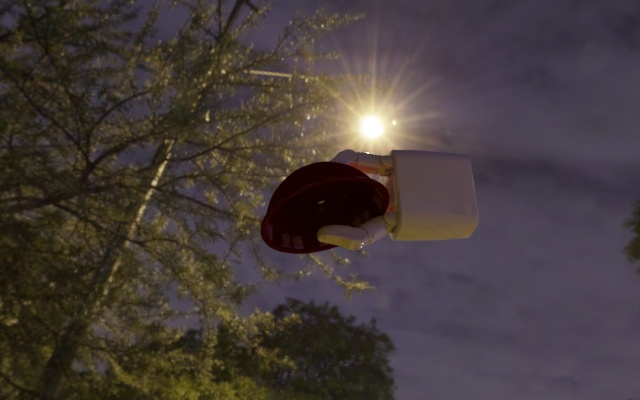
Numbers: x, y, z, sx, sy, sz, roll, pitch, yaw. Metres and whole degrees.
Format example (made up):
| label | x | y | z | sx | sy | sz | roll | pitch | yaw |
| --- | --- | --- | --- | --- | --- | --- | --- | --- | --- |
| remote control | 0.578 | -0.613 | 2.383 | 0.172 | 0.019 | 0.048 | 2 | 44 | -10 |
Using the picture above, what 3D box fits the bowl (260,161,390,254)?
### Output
| label | x | y | z | sx | sy | sz | roll | pitch | yaw |
| --- | --- | --- | --- | --- | --- | --- | --- | --- | --- |
| bowl | -0.001 | 0.002 | 0.587 | 0.162 | 0.055 | 0.162 | -14 | -32 | -9 |
